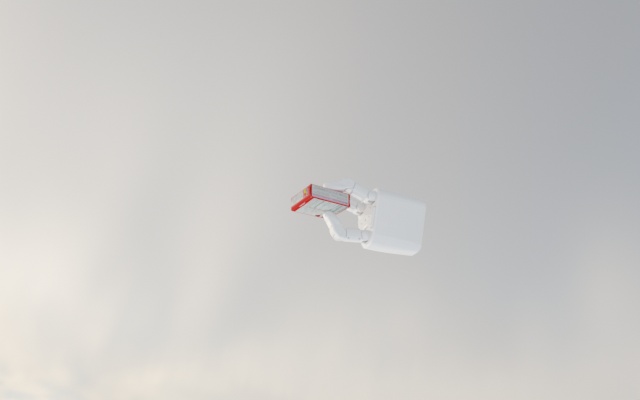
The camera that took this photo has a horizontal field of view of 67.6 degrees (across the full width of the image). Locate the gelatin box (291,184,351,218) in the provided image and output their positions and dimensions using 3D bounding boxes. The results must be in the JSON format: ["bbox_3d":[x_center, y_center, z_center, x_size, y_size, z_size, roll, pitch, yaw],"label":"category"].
[{"bbox_3d":[0.000,0.003,0.892,0.089,0.030,0.073,13,-28,-30],"label":"gelatin box"}]
